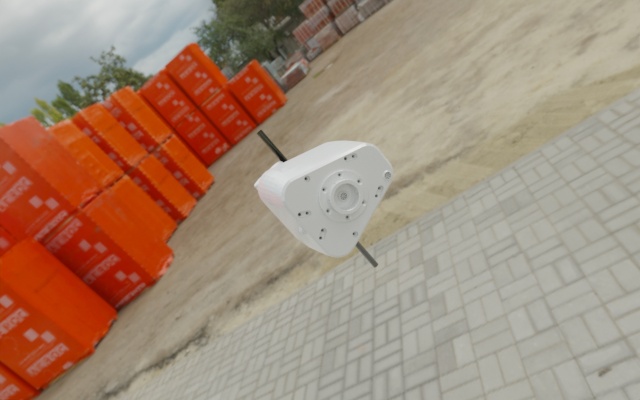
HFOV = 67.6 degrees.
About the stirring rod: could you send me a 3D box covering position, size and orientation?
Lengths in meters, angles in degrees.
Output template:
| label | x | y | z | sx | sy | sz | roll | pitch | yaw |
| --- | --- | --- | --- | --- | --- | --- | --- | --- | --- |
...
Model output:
| label | x | y | z | sx | sy | sz | roll | pitch | yaw |
| --- | --- | --- | --- | --- | --- | --- | --- | --- | --- |
| stirring rod | 0.000 | 0.002 | 0.623 | 0.011 | 0.239 | 0.011 | -37 | 16 | 13 |
